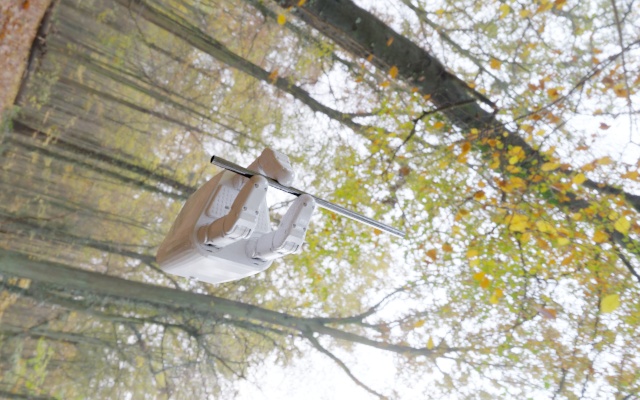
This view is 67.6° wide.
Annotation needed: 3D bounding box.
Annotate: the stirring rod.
[{"bbox_3d":[0.000,0.002,0.479,0.239,0.011,0.011,22,-12,-33],"label":"stirring rod"}]
